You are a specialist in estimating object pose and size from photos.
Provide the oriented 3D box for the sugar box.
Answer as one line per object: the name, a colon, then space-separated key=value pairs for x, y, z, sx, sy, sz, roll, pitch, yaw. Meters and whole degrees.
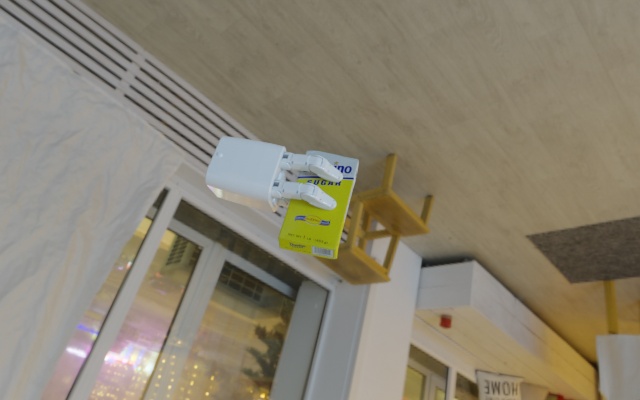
sugar box: x=0.000 y=0.002 z=0.773 sx=0.093 sy=0.176 sz=0.048 roll=11 pitch=-29 yaw=6
